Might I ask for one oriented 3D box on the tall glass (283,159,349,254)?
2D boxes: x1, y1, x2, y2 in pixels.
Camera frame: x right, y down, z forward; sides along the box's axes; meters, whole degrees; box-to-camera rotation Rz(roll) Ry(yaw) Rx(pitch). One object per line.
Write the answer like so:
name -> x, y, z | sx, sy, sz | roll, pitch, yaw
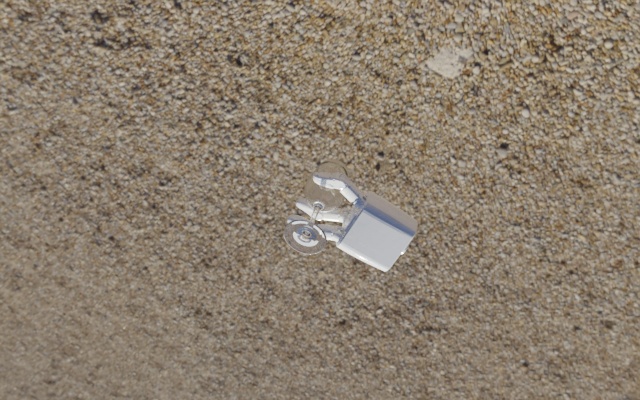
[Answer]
tall glass -> 0.000, 0.003, 0.859 | 0.079, 0.079, 0.201 | 0, 36, 18
